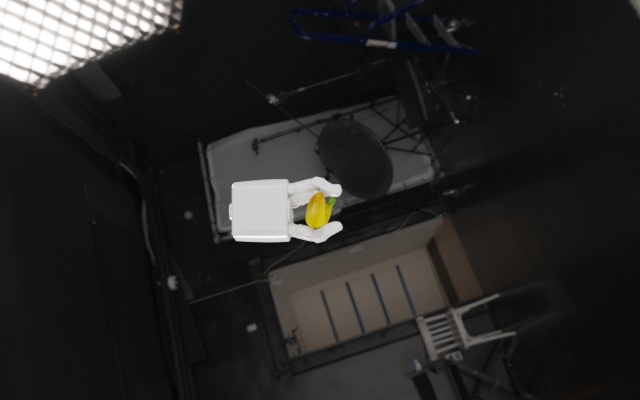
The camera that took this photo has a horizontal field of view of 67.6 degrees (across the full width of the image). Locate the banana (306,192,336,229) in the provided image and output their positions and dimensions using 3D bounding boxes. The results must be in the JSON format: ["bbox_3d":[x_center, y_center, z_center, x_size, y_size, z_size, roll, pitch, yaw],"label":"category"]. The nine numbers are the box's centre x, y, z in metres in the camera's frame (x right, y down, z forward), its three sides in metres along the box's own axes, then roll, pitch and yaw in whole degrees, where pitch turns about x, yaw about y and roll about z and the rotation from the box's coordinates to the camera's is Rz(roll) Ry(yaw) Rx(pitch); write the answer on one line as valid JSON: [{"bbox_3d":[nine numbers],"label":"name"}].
[{"bbox_3d":[-0.004,0.021,0.898,0.037,0.069,0.198,15,0,6],"label":"banana"}]
